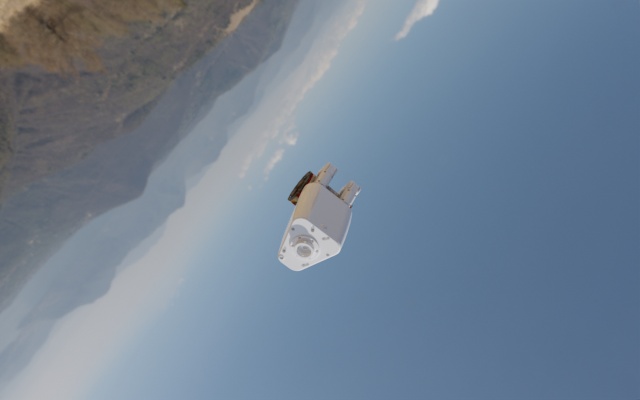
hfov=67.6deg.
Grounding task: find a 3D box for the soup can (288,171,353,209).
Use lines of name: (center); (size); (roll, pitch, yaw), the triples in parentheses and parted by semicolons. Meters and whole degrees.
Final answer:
soup can: (0.000, 0.003, 0.881); (0.102, 0.068, 0.068); (38, -8, -11)
